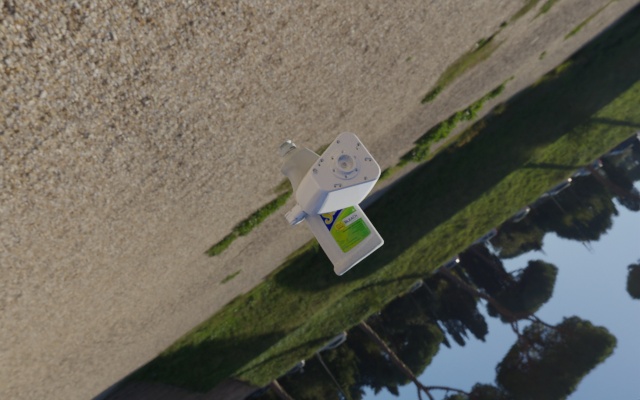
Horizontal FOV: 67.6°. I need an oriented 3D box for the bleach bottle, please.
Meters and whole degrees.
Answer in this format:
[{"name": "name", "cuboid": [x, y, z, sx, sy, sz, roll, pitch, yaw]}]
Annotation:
[{"name": "bleach bottle", "cuboid": [0.000, 0.003, 0.853, 0.102, 0.251, 0.068, -33, -9, -21]}]
